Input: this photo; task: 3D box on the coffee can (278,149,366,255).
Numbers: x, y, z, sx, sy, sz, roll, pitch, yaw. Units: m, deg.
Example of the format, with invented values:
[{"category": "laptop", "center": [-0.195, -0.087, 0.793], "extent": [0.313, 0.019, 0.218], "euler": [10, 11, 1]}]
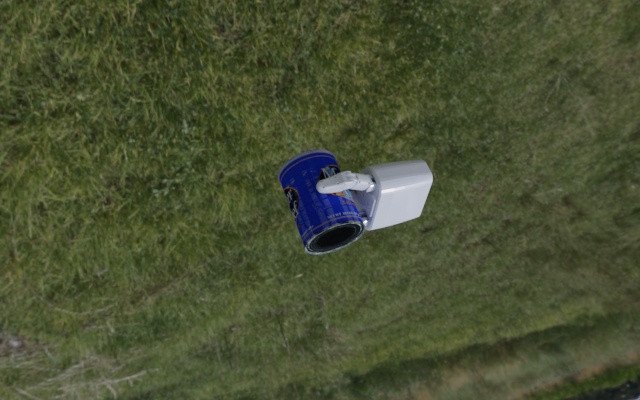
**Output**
[{"category": "coffee can", "center": [0.000, 0.002, 0.778], "extent": [0.103, 0.140, 0.103], "euler": [-18, -26, -9]}]
